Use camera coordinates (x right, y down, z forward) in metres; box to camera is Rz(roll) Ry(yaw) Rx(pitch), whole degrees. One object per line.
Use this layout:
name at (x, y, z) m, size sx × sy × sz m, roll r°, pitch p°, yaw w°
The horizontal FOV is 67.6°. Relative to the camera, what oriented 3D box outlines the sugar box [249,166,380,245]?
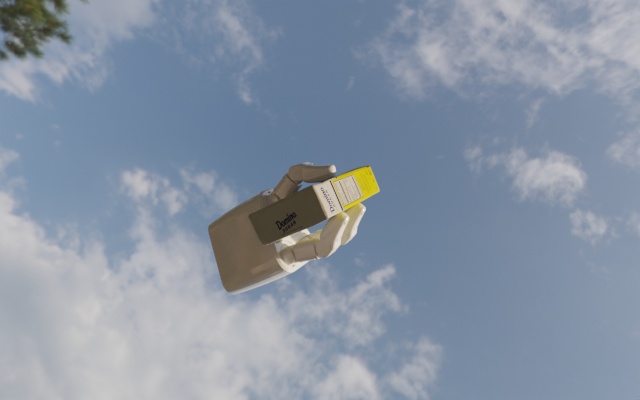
sugar box at (0.000, 0.002, 0.585) m, size 0.093 × 0.048 × 0.176 m, roll -24°, pitch 2°, yaw 28°
